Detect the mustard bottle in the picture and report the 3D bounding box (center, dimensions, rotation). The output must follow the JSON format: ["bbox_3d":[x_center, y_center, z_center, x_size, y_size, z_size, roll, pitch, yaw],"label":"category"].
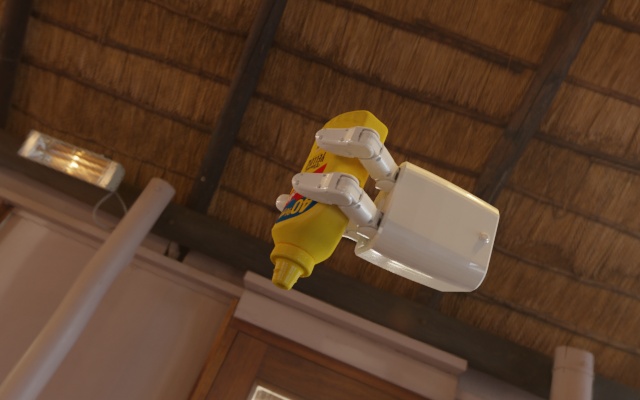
[{"bbox_3d":[0.000,0.001,0.476,0.058,0.191,0.096,38,-32,-23],"label":"mustard bottle"}]
